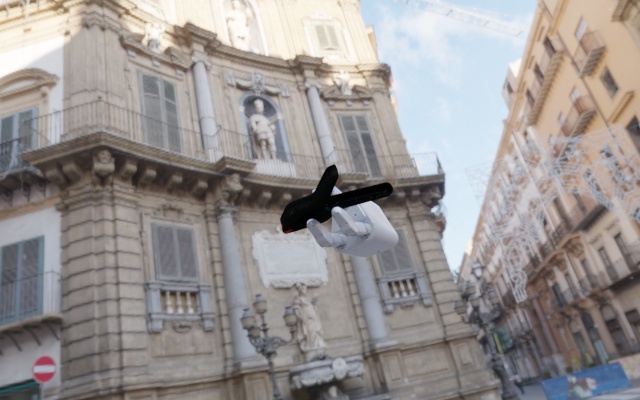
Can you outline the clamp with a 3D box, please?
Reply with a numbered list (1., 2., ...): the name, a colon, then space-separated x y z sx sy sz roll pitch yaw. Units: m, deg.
1. clamp: 0.000 0.002 0.821 0.210 0.036 0.164 -27 -27 28
